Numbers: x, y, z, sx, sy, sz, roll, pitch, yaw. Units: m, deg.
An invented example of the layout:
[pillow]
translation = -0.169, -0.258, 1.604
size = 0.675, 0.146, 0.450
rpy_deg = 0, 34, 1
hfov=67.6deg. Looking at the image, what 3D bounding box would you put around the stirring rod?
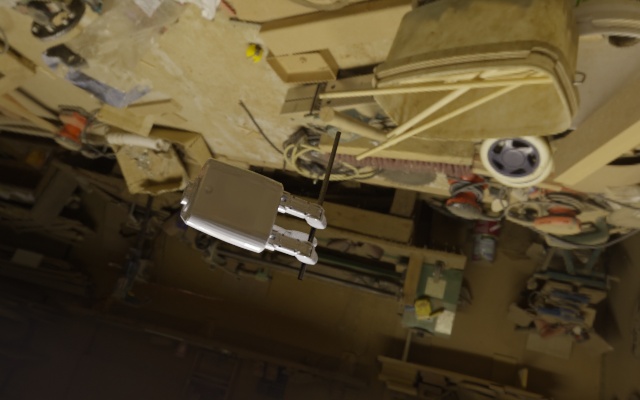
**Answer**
[stirring rod]
translation = 0.000, 0.002, 0.717
size = 0.011, 0.239, 0.011
rpy_deg = 13, -19, 5
